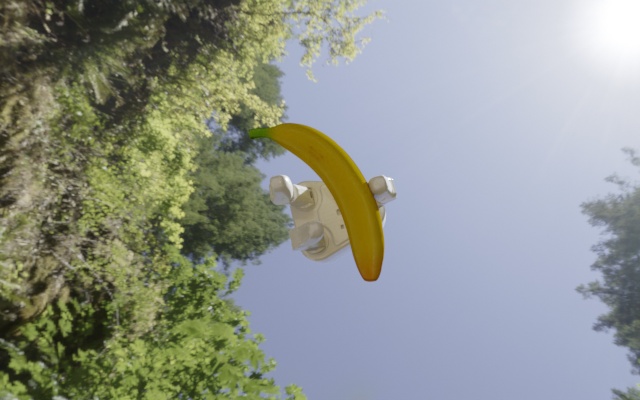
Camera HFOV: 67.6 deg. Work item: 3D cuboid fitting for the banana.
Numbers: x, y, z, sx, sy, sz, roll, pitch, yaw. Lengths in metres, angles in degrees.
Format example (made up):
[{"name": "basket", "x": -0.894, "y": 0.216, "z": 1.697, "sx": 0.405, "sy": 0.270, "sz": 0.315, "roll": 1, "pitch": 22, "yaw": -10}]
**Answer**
[{"name": "banana", "x": 0.013, "y": -0.013, "z": 0.483, "sx": 0.069, "sy": 0.197, "sz": 0.037, "roll": -39, "pitch": -12, "yaw": -5}]
